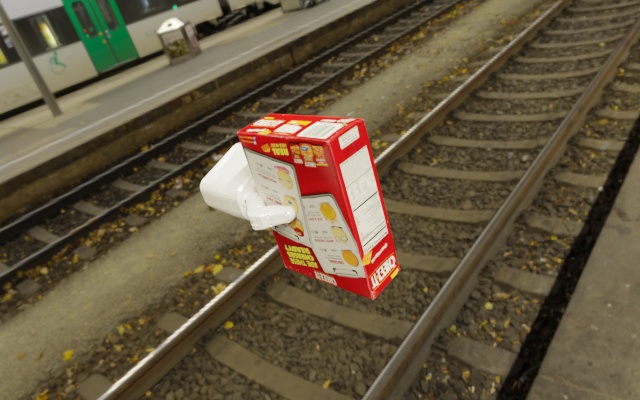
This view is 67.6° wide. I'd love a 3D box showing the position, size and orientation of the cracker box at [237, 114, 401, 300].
[{"bbox_3d":[0.000,0.002,0.598,0.164,0.214,0.072,12,39,44],"label":"cracker box"}]
